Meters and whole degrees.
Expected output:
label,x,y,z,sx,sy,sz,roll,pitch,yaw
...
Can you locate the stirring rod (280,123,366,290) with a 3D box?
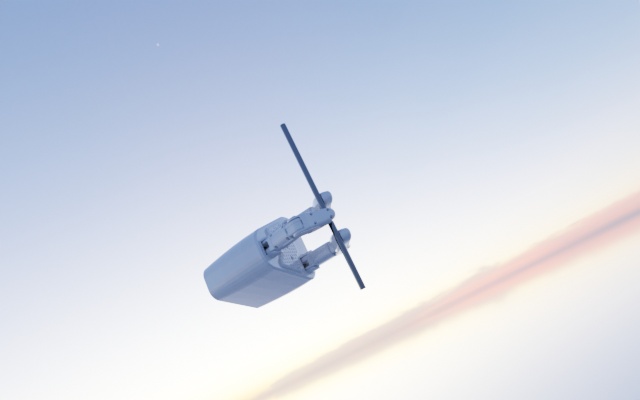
label,x,y,z,sx,sy,sz,roll,pitch,yaw
stirring rod,0.000,0.002,0.602,0.011,0.239,0.011,-24,-18,-8
